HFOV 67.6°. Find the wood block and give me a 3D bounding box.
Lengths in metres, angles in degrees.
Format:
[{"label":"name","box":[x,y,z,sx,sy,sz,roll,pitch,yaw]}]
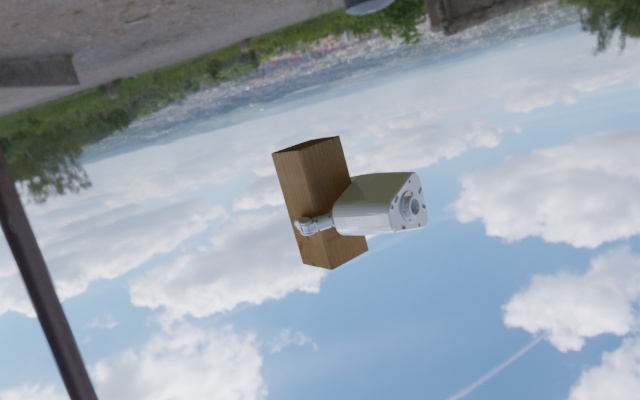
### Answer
[{"label":"wood block","box":[0.000,0.003,0.820,0.091,0.206,0.090,-23,15,-33]}]
